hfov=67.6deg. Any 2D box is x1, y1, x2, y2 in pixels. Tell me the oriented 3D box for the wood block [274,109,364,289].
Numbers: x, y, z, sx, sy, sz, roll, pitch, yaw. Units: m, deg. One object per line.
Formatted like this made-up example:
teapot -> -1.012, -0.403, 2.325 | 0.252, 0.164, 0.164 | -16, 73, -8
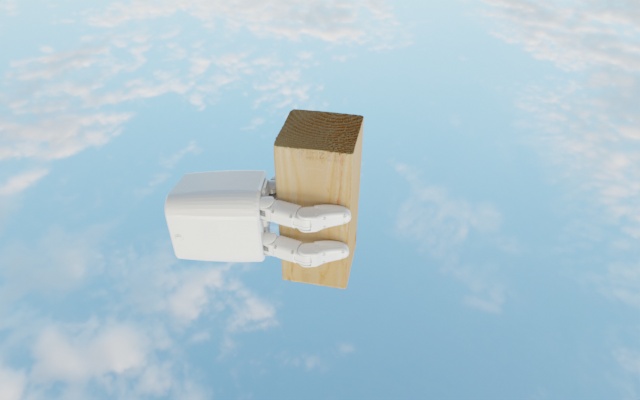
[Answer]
wood block -> 0.000, 0.002, 0.596 | 0.090, 0.206, 0.090 | 7, 39, 8
